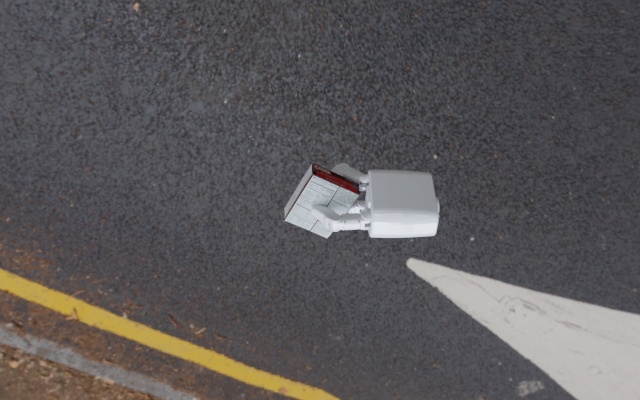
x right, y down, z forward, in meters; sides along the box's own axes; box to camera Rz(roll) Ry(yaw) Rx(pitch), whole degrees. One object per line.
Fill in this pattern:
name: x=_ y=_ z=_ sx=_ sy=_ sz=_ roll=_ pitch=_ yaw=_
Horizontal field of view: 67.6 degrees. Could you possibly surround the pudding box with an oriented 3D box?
pudding box: x=0.000 y=0.003 z=0.798 sx=0.090 sy=0.113 sz=0.039 roll=24 pitch=31 yaw=-16
